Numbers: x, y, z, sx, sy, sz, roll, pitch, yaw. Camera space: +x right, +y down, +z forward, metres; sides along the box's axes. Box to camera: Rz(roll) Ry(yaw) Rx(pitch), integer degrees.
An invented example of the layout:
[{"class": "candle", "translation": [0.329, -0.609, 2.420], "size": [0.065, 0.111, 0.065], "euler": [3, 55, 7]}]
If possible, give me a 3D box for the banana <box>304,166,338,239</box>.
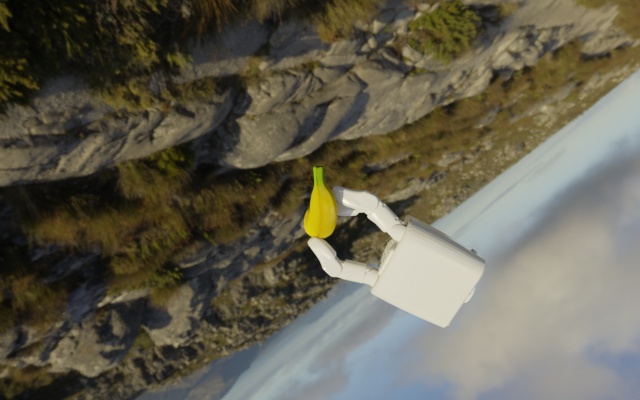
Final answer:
[{"class": "banana", "translation": [0.000, 0.019, 0.644], "size": [0.037, 0.069, 0.198], "euler": [3, -17, -5]}]
